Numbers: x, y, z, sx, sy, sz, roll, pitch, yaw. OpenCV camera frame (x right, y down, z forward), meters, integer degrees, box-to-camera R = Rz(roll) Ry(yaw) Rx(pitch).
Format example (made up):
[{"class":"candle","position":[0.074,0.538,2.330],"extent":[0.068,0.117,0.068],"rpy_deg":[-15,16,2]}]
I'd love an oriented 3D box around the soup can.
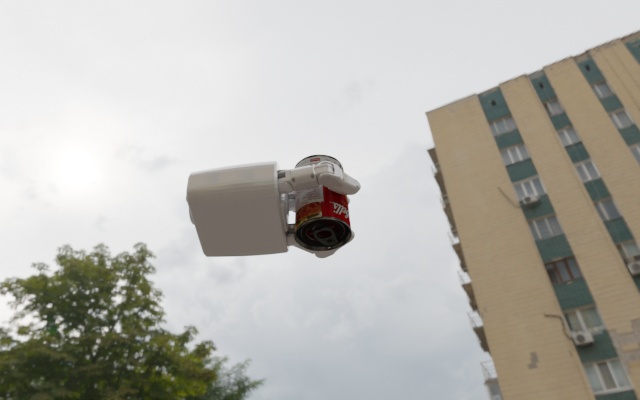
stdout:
[{"class":"soup can","position":[0.001,0.002,0.590],"extent":[0.068,0.102,0.069],"rpy_deg":[-3,-38,-2]}]
